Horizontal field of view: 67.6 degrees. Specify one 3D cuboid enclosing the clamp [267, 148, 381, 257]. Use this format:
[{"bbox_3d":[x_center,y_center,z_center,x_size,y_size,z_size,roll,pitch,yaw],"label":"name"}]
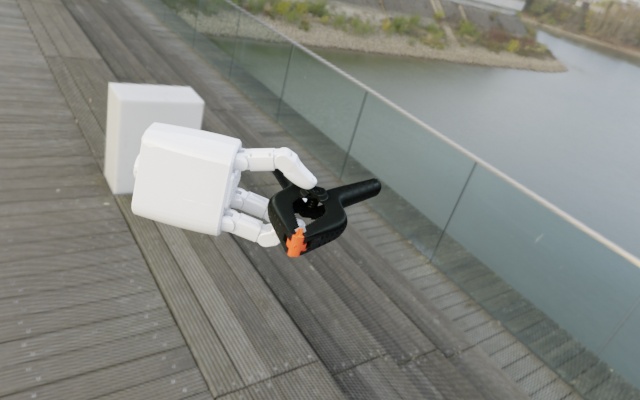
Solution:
[{"bbox_3d":[0.000,0.001,0.587,0.164,0.036,0.209,12,29,-4],"label":"clamp"}]
